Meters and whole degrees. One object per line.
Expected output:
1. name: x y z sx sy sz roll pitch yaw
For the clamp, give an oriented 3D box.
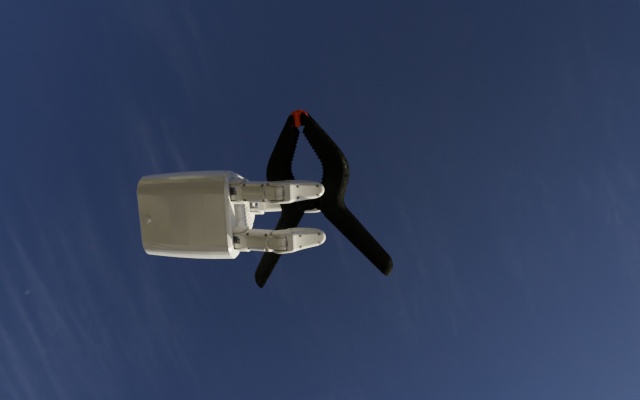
1. clamp: 0.000 0.001 0.549 0.164 0.210 0.036 -1 12 6
